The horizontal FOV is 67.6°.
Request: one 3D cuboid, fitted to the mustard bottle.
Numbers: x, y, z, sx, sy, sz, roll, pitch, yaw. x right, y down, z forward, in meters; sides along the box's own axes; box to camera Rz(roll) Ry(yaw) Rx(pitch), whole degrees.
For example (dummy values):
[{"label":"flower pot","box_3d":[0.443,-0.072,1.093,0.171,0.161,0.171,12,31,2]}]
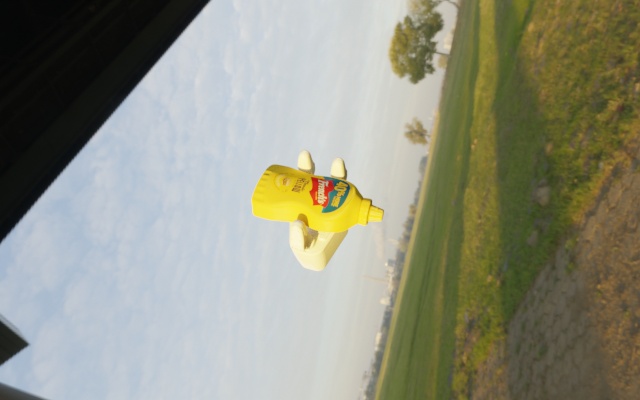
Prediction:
[{"label":"mustard bottle","box_3d":[0.000,0.002,0.720,0.191,0.058,0.096,13,43,11]}]
